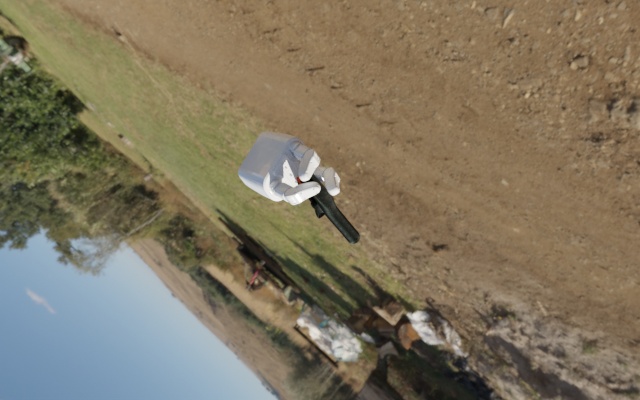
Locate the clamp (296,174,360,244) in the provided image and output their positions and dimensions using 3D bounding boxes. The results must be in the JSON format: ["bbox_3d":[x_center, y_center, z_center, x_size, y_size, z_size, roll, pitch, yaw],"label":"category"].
[{"bbox_3d":[0.000,0.003,0.862,0.120,0.039,0.172,24,-26,50],"label":"clamp"}]
